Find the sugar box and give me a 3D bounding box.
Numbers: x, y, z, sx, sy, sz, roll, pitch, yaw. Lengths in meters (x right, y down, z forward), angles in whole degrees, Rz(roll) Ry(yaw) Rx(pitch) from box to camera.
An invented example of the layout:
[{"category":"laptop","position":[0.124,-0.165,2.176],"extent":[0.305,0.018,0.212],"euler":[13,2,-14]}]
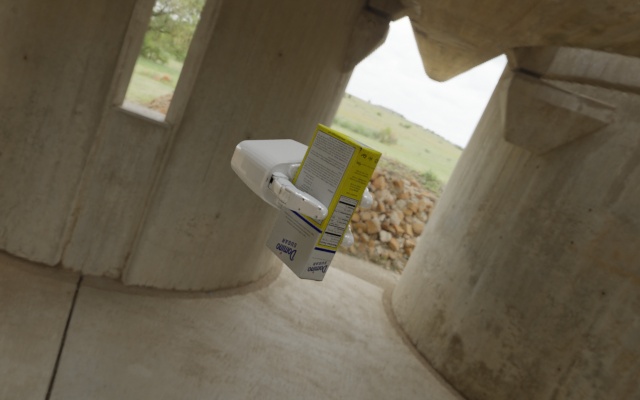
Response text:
[{"category":"sugar box","position":[0.000,0.002,0.600],"extent":[0.048,0.176,0.093],"euler":[13,15,-40]}]
